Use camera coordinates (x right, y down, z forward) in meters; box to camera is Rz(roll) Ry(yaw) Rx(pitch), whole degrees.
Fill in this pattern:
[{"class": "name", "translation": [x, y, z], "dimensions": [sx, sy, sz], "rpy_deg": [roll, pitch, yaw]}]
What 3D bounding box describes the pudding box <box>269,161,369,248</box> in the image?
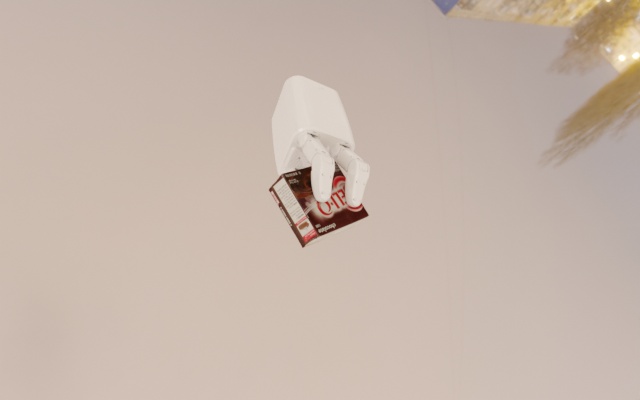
[{"class": "pudding box", "translation": [0.000, 0.002, 0.612], "dimensions": [0.113, 0.090, 0.039], "rpy_deg": [-20, -16, -48]}]
